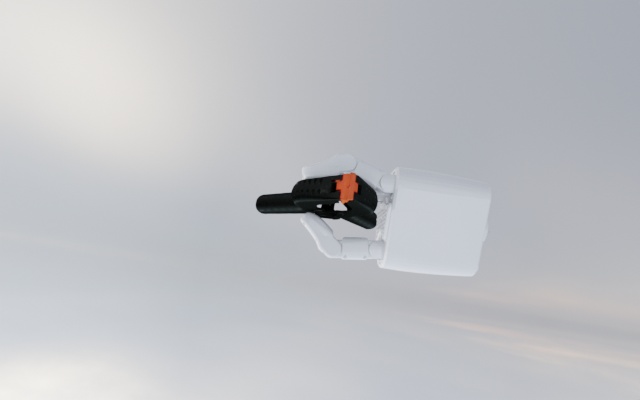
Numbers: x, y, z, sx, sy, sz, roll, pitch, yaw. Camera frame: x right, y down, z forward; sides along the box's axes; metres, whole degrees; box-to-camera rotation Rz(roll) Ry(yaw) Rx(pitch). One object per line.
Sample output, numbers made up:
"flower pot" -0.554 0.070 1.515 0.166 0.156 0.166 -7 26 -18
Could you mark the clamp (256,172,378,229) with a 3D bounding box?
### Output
"clamp" 0.000 0.003 0.554 0.164 0.036 0.210 7 -10 -2
